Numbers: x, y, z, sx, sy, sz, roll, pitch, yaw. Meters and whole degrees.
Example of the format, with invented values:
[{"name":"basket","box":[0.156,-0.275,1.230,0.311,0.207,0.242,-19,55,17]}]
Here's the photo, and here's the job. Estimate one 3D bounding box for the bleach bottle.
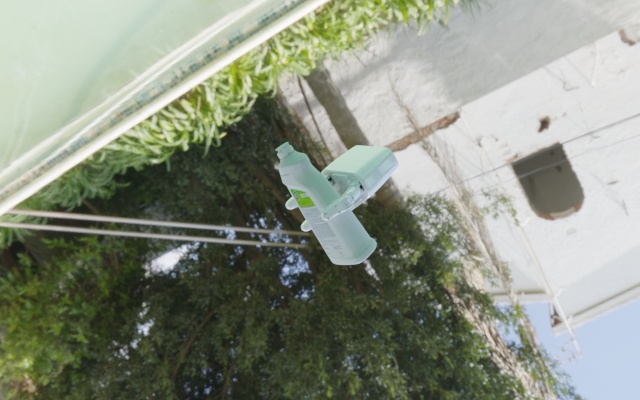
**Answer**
[{"name":"bleach bottle","box":[0.000,0.003,0.887,0.068,0.251,0.102,-42,18,-33]}]
